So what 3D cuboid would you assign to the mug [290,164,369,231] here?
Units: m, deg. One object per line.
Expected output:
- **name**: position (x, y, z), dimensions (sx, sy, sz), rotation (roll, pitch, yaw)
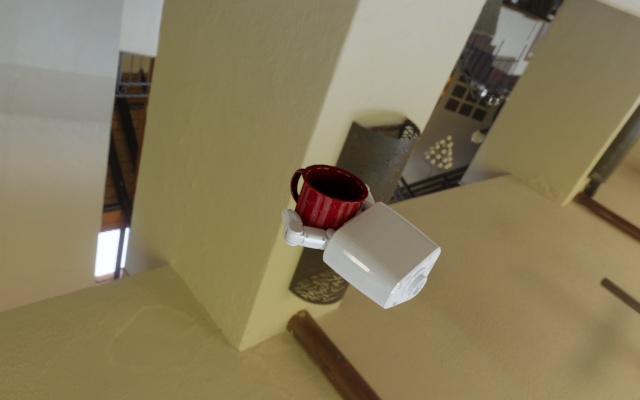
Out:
- **mug**: position (-0.001, 0.002, 0.660), dimensions (0.117, 0.081, 0.093), rotation (37, 34, 27)
